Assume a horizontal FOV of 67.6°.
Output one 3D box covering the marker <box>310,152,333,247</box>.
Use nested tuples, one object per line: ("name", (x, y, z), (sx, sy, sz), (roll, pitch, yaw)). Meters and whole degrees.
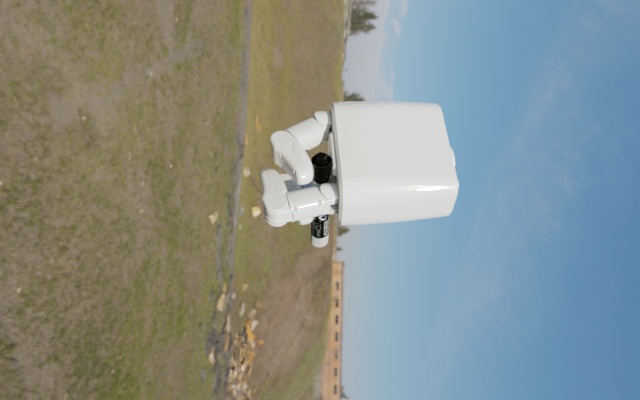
("marker", (0.000, 0.002, 0.457), (0.020, 0.020, 0.121), (0, -42, -2))
